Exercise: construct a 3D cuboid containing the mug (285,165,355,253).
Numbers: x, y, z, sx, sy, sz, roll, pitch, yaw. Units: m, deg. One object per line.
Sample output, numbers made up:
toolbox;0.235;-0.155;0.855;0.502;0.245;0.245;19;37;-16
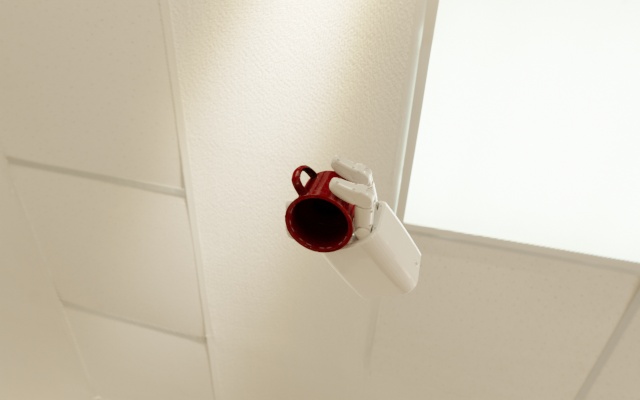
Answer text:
mug;-0.001;0.001;0.656;0.093;0.117;0.081;-27;21;30
